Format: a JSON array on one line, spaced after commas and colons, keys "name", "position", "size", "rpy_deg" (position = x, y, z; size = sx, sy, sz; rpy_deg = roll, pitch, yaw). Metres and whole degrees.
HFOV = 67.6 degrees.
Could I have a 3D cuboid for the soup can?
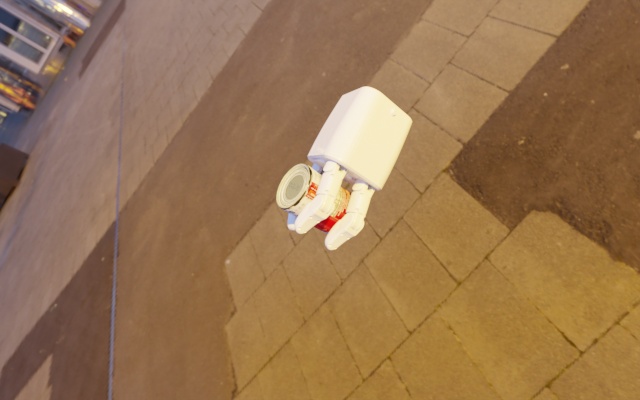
[{"name": "soup can", "position": [0.000, 0.002, 0.644], "size": [0.102, 0.068, 0.068], "rpy_deg": [31, -18, -34]}]
